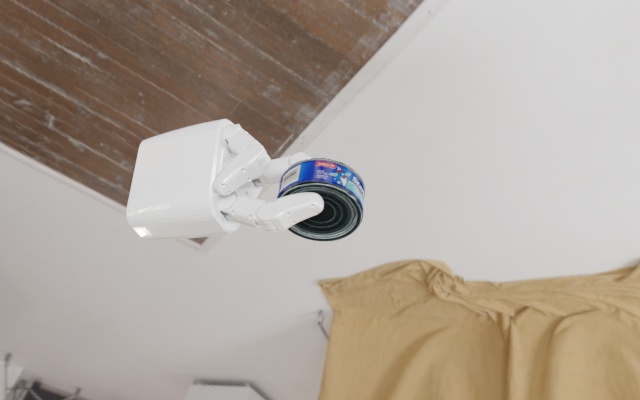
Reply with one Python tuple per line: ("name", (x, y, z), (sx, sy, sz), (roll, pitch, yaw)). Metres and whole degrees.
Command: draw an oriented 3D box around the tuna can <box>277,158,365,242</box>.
("tuna can", (0.000, 0.002, 0.463), (0.086, 0.033, 0.086), (4, -43, 4))
